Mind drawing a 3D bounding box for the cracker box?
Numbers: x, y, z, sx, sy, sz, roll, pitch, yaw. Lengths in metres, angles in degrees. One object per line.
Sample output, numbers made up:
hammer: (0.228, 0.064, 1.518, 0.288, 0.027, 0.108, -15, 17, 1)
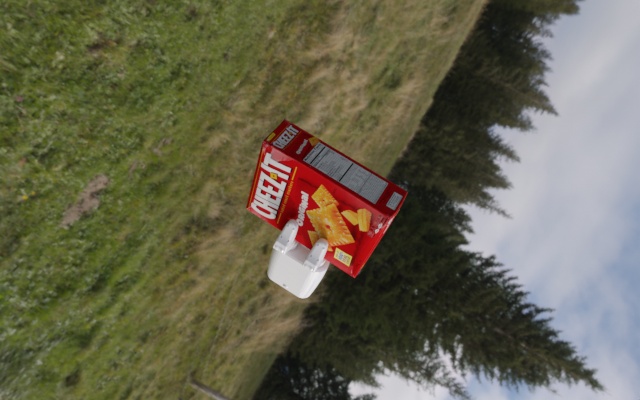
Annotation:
cracker box: (0.000, 0.002, 0.730, 0.213, 0.164, 0.072, 31, 48, 7)
